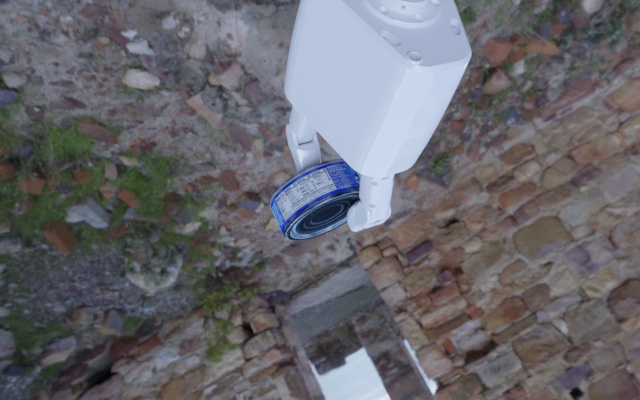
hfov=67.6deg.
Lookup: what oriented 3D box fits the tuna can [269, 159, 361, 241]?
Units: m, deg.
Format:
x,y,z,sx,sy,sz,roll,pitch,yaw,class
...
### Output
x,y,z,sx,sy,sz,roll,pitch,yaw,class
0.000,0.002,0.423,0.086,0.033,0.086,-23,-20,-9,tuna can
